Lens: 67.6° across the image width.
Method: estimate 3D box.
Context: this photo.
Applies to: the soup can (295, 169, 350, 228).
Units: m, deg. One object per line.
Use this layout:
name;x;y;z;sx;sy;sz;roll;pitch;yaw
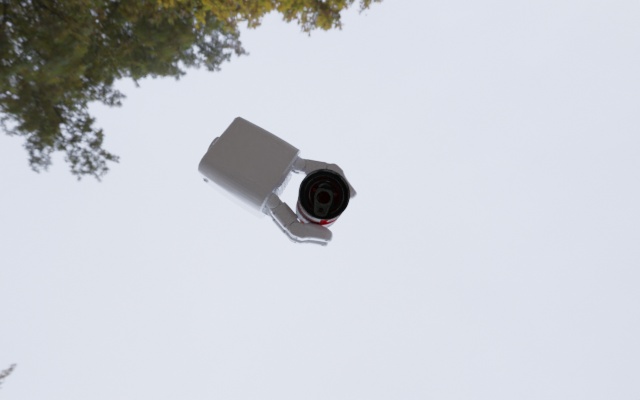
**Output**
soup can;0.001;0.002;0.664;0.068;0.068;0.102;0;-12;-6
